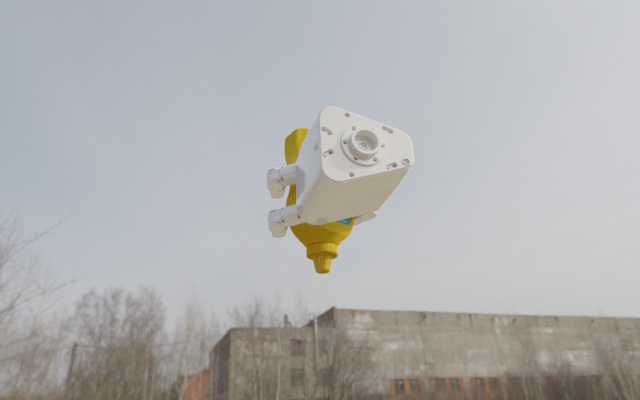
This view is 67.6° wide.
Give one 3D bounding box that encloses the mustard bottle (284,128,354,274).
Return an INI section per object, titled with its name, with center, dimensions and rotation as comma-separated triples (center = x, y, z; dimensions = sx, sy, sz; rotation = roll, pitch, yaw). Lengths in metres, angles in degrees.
[mustard bottle]
center = 0.000, 0.002, 0.634
dimensions = 0.096, 0.191, 0.058
rotation = 15, -29, -35
